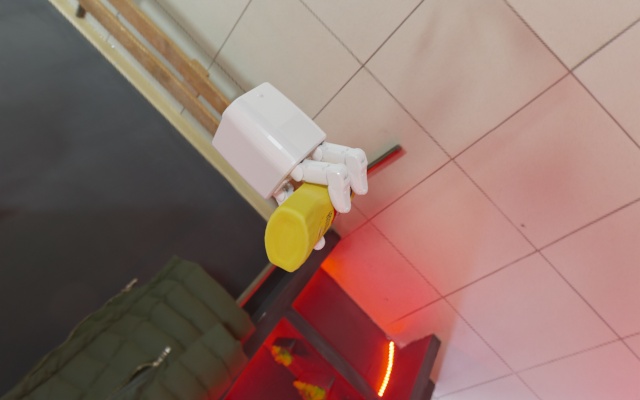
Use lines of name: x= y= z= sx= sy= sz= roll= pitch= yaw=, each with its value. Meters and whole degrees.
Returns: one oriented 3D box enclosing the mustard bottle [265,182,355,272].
mustard bottle: x=0.000 y=0.002 z=0.621 sx=0.058 sy=0.096 sz=0.191 roll=24 pitch=38 yaw=15
